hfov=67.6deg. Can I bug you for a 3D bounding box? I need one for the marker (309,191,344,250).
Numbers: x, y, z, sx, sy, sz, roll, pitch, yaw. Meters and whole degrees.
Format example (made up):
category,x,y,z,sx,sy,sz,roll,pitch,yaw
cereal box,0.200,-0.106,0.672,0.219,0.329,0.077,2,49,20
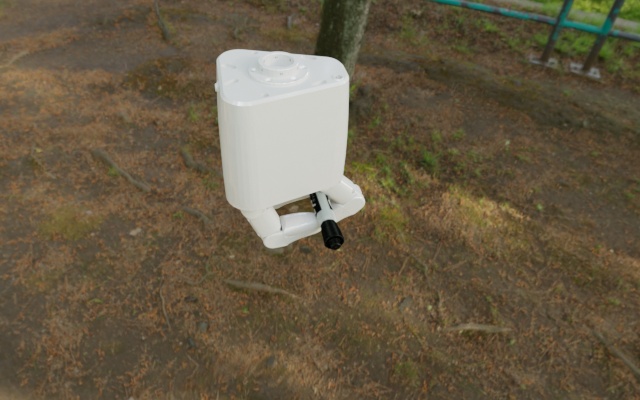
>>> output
category,x,y,z,sx,sy,sz,roll,pitch,yaw
marker,0.000,0.002,0.469,0.020,0.020,0.121,0,41,-18
